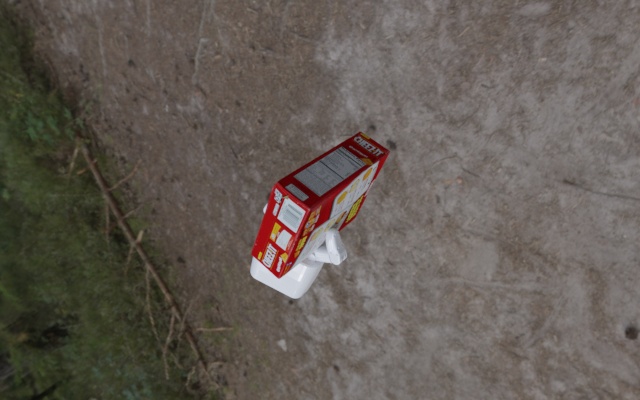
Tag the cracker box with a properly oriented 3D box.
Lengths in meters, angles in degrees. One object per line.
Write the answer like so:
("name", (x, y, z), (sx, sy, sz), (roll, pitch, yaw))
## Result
("cracker box", (0.000, 0.003, 0.744), (0.072, 0.164, 0.213), (39, 45, 16))
